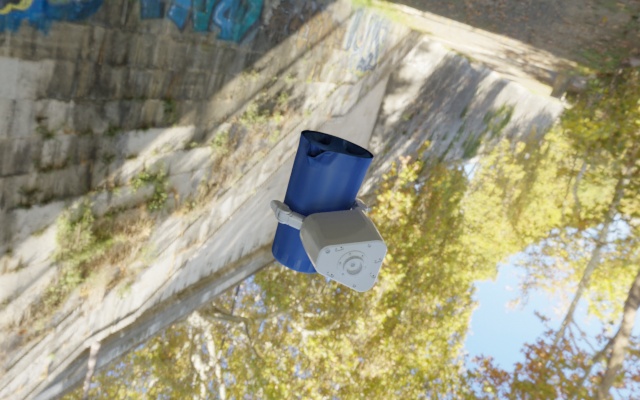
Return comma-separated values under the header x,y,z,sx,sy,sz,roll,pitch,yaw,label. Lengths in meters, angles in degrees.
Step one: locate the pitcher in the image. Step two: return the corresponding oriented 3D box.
x,y,z,sx,sy,sz,roll,pitch,yaw,label
0.000,0.003,0.870,0.149,0.243,0.145,12,20,-20,pitcher
